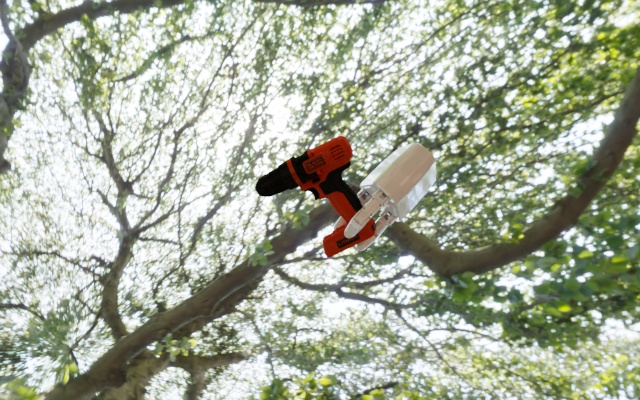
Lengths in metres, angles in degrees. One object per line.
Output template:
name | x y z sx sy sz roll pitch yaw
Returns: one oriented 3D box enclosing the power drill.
power drill | 0.001 0.003 0.842 0.184 0.188 0.057 -26 12 10
